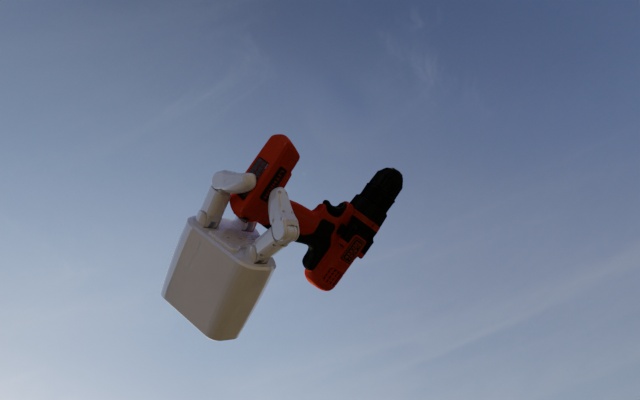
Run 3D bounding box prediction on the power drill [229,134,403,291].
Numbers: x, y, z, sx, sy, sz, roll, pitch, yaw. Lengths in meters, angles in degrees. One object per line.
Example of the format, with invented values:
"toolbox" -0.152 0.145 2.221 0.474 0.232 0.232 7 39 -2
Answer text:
"power drill" 0.000 0.002 0.582 0.188 0.184 0.057 36 -3 -31
